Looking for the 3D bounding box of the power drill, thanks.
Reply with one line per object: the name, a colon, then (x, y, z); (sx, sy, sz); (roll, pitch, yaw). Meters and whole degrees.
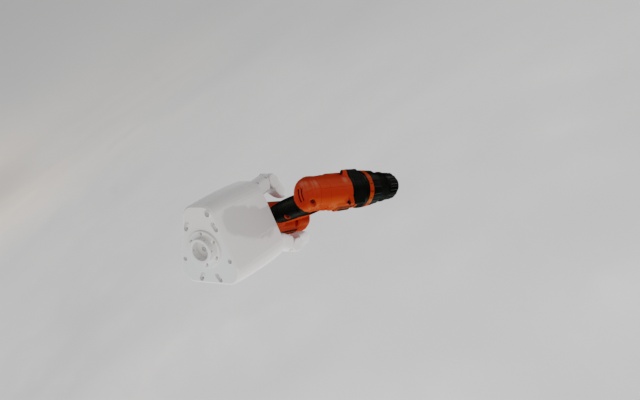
power drill: (0.000, 0.003, 0.705); (0.184, 0.057, 0.188); (-5, -14, -42)
